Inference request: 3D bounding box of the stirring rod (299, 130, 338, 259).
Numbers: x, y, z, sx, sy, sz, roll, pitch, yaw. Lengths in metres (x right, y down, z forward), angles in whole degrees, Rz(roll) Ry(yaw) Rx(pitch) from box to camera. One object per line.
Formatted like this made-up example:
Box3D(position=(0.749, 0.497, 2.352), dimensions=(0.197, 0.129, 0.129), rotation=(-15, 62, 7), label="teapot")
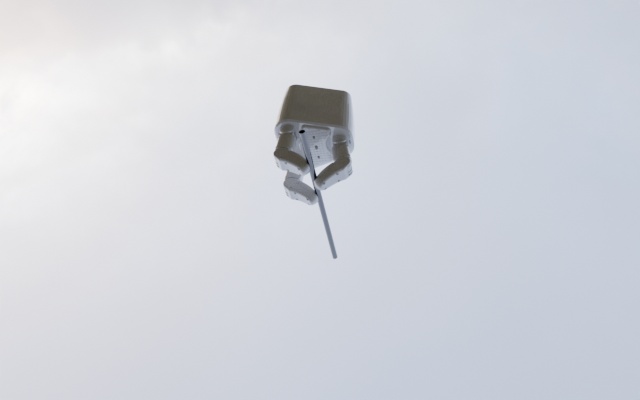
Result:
Box3D(position=(0.000, 0.002, 0.661), dimensions=(0.011, 0.240, 0.011), rotation=(-8, 43, 7), label="stirring rod")
